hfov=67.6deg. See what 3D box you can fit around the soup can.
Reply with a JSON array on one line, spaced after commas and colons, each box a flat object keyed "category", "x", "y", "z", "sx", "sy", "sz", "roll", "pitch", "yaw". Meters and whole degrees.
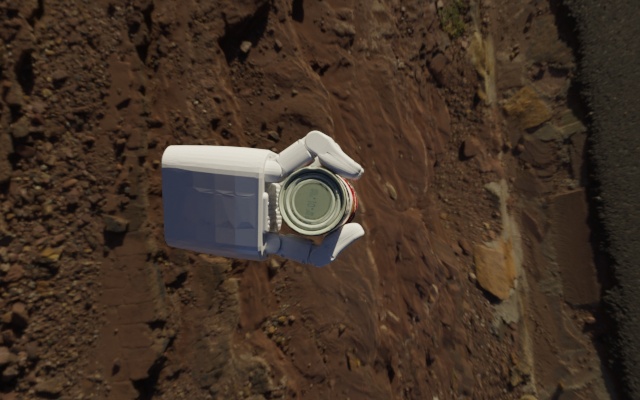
[{"category": "soup can", "x": 0.001, "y": 0.002, "z": 0.493, "sx": 0.068, "sy": 0.068, "sz": 0.102, "roll": 0, "pitch": -1, "yaw": 10}]
